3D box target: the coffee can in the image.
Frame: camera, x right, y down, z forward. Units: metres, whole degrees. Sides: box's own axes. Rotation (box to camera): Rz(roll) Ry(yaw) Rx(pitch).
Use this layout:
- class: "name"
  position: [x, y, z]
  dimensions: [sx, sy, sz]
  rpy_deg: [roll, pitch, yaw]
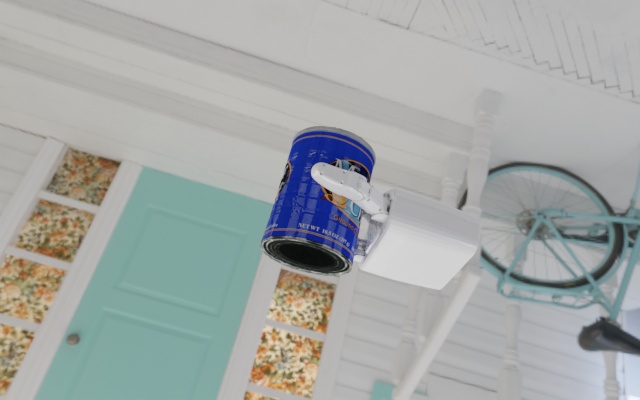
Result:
- class: "coffee can"
  position: [0.000, 0.002, 0.545]
  dimensions: [0.103, 0.140, 0.103]
  rpy_deg: [12, -25, 6]
